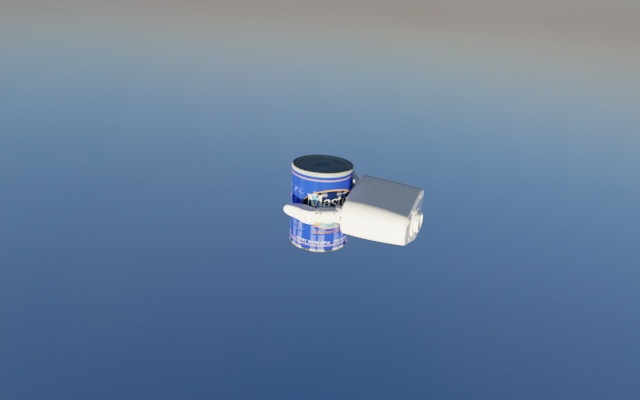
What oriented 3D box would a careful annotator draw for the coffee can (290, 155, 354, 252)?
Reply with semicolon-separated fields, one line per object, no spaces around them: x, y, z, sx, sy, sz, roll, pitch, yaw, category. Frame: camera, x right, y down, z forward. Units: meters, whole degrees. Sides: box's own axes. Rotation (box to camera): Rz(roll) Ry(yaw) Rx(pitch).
0.000;0.003;0.822;0.103;0.140;0.102;3;22;-1;coffee can
